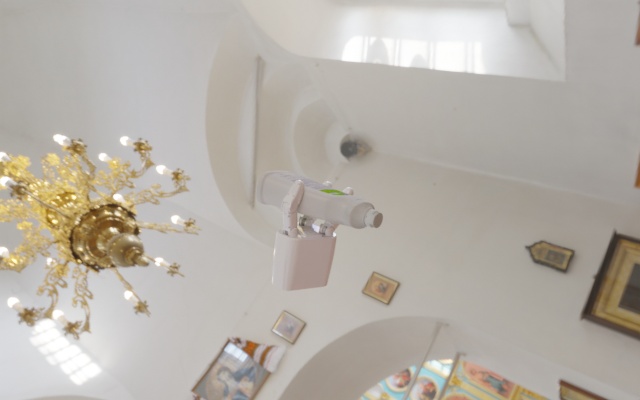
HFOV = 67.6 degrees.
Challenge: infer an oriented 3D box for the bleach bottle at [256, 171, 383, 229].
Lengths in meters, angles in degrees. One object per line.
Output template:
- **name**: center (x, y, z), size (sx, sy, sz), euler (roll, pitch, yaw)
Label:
- **bleach bottle**: center (0.000, 0.003, 0.886), size (0.251, 0.068, 0.102), euler (19, 17, 38)
